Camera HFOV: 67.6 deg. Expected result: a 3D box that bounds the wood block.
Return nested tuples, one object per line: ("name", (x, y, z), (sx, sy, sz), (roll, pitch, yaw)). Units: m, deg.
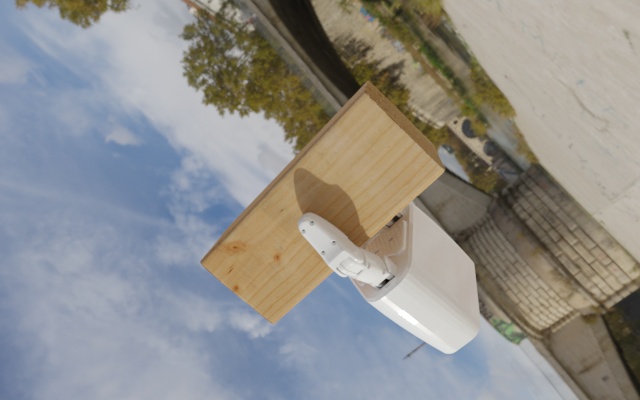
("wood block", (0.000, 0.002, 0.432), (0.206, 0.090, 0.090), (-45, 9, 19))
